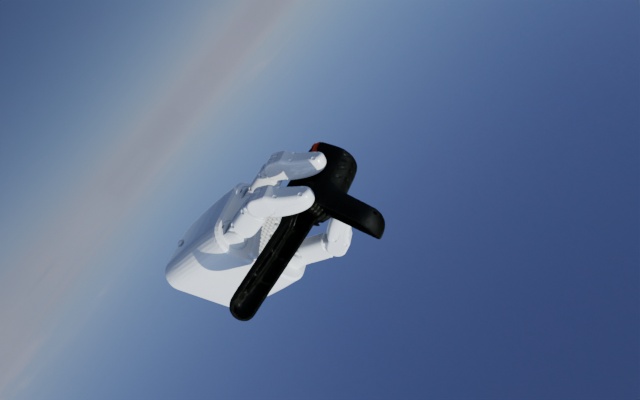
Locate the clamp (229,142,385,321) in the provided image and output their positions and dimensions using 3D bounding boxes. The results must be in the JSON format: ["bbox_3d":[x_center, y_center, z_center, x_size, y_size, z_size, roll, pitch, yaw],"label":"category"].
[{"bbox_3d":[0.001,0.002,0.446,0.164,0.209,0.036,-31,-63,34],"label":"clamp"}]
